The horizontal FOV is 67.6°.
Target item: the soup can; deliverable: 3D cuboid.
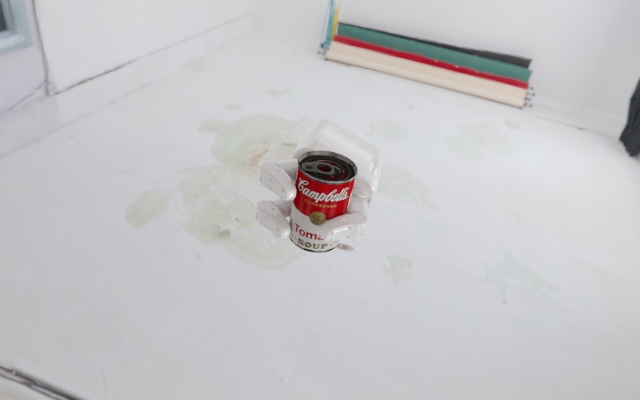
[{"bbox_3d":[0.000,0.002,0.558,0.068,0.102,0.068,8,34,-5],"label":"soup can"}]
